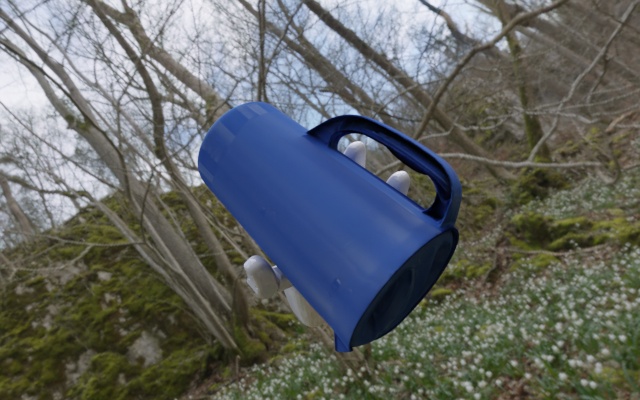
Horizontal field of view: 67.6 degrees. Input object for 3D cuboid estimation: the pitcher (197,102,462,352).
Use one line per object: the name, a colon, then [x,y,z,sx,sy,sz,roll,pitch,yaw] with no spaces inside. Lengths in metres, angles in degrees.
pitcher: [0.000,0.002,0.442,0.149,0.242,0.145,-38,-29,-21]
